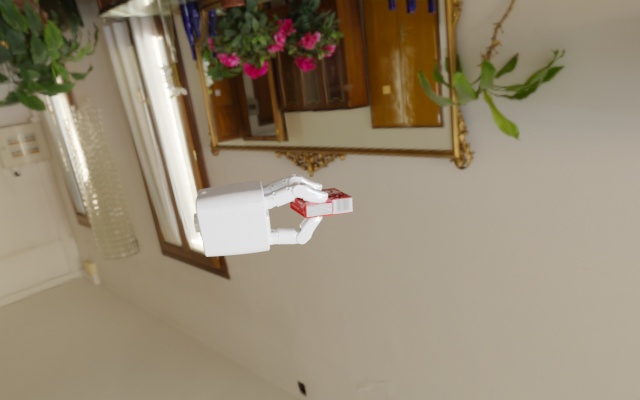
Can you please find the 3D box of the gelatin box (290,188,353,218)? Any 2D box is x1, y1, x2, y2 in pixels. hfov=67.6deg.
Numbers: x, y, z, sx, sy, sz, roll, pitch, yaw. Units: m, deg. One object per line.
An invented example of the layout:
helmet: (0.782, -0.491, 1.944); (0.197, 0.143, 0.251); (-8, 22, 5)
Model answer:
gelatin box: (0.000, 0.003, 0.812); (0.089, 0.030, 0.073); (-7, 16, -22)
